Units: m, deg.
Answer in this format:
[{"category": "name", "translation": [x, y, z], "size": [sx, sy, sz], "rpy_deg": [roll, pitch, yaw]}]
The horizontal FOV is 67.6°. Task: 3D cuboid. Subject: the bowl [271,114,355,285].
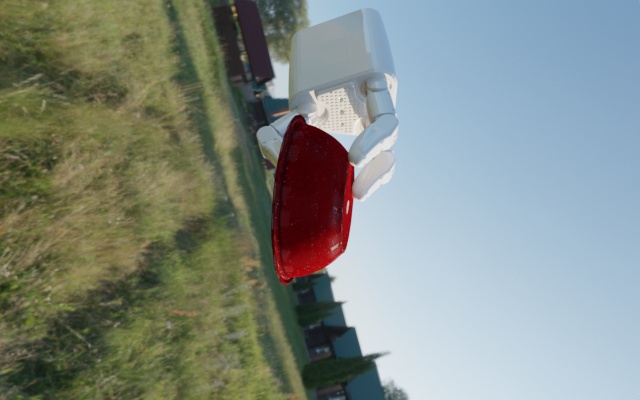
[{"category": "bowl", "translation": [0.000, 0.003, 0.453], "size": [0.055, 0.162, 0.162], "rpy_deg": [5, 1, 9]}]
